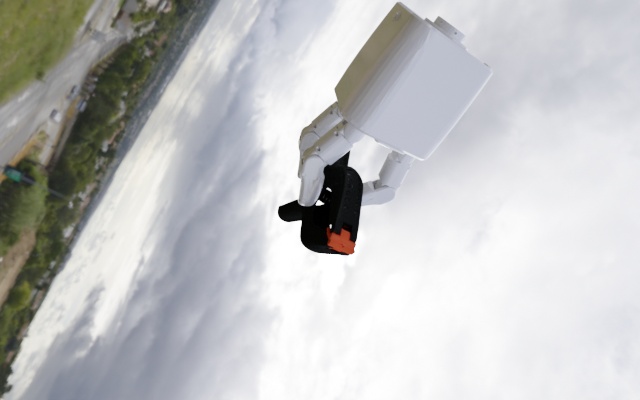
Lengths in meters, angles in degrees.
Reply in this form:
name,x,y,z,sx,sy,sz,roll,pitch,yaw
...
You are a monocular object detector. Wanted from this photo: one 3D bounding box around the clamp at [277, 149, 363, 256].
name,x,y,z,sx,sy,sz,roll,pitch,yaw
clamp,0.001,0.002,0.516,0.036,0.165,0.209,24,27,-19
